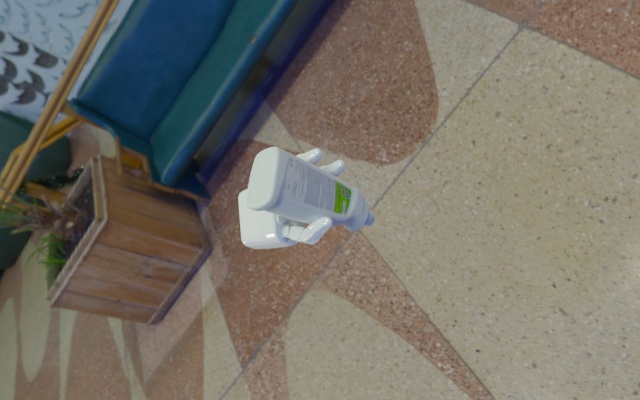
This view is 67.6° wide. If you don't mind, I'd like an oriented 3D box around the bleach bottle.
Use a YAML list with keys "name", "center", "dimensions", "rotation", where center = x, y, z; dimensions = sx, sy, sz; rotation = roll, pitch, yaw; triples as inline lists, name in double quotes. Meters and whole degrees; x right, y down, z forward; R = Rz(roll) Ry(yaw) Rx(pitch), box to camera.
- name: "bleach bottle"
  center: [0.000, 0.002, 0.790]
  dimensions: [0.251, 0.102, 0.068]
  rotation: [24, -25, -39]
